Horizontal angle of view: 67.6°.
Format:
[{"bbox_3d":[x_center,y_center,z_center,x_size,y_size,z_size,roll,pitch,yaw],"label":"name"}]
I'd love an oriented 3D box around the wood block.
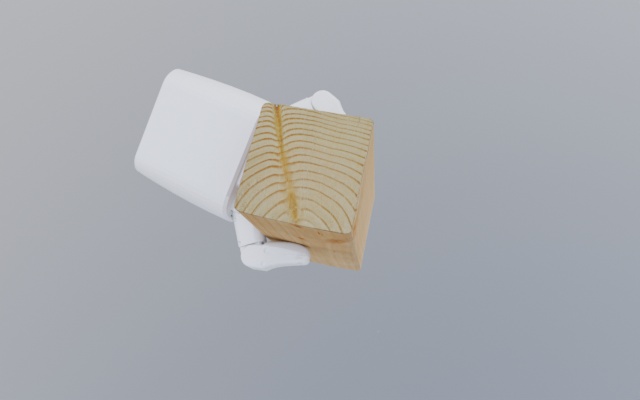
[{"bbox_3d":[0.000,0.002,0.447,0.090,0.090,0.206,11,-14,10],"label":"wood block"}]
